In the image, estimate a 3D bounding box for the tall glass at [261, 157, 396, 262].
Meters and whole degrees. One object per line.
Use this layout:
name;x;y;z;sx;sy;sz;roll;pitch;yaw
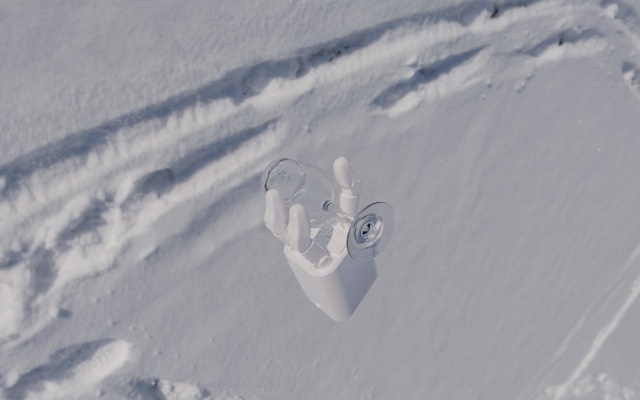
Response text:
tall glass;0.001;0.002;0.614;0.079;0.079;0.201;0;21;-39
